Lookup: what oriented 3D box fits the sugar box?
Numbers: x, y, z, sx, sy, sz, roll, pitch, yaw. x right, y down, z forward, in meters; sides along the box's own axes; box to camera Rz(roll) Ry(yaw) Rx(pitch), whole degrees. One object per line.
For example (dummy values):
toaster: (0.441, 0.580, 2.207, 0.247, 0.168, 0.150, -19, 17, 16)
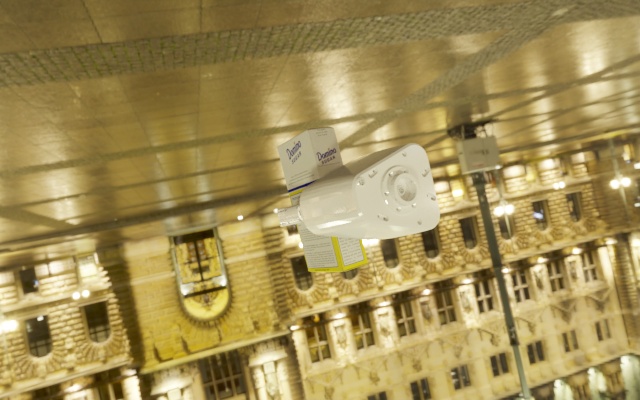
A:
sugar box: (0.001, 0.002, 0.612, 0.048, 0.176, 0.093, -11, -2, -31)
